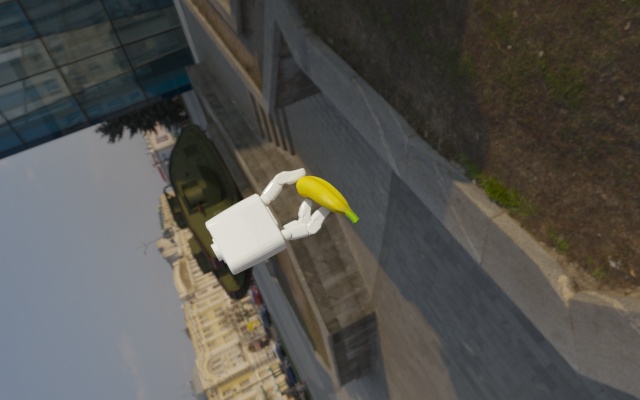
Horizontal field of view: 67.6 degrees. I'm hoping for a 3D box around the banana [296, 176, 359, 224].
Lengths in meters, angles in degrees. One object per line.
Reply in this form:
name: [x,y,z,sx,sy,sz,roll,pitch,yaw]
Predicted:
banana: [-0.006,-0.011,0.835,0.037,0.070,0.197,-33,28,-14]
